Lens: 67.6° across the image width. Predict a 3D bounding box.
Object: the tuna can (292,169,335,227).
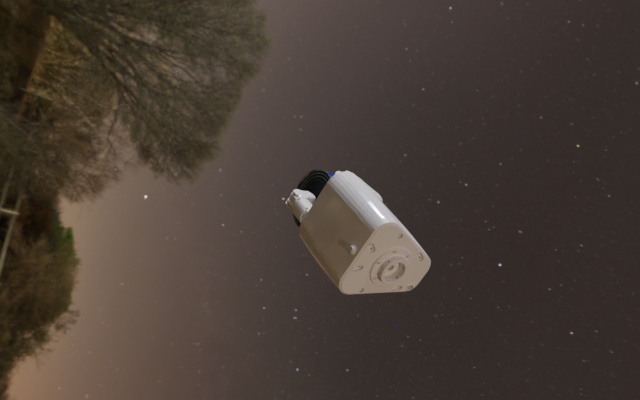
[{"bbox_3d":[0.001,0.002,0.656,0.034,0.086,0.086,17,-11,-38],"label":"tuna can"}]
